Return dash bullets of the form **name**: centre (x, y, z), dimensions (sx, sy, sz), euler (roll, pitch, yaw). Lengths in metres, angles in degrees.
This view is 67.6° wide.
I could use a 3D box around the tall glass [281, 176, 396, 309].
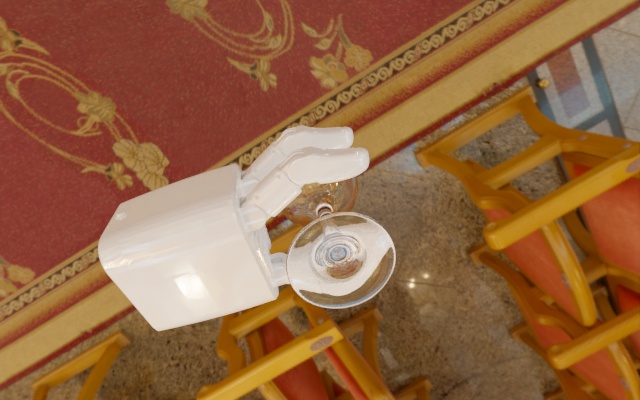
- **tall glass**: centre (0.000, 0.002, 0.406), dimensions (0.079, 0.079, 0.201), euler (0, 24, -8)
